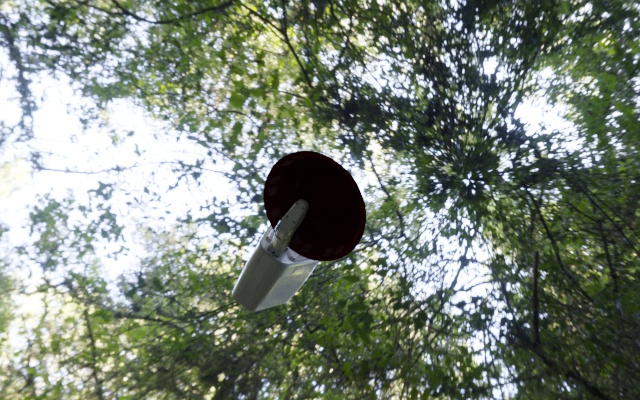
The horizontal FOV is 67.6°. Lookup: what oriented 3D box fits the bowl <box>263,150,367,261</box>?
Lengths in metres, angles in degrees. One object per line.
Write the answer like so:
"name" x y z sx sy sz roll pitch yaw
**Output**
"bowl" 0.001 0.001 0.676 0.162 0.162 0.055 0 19 30
